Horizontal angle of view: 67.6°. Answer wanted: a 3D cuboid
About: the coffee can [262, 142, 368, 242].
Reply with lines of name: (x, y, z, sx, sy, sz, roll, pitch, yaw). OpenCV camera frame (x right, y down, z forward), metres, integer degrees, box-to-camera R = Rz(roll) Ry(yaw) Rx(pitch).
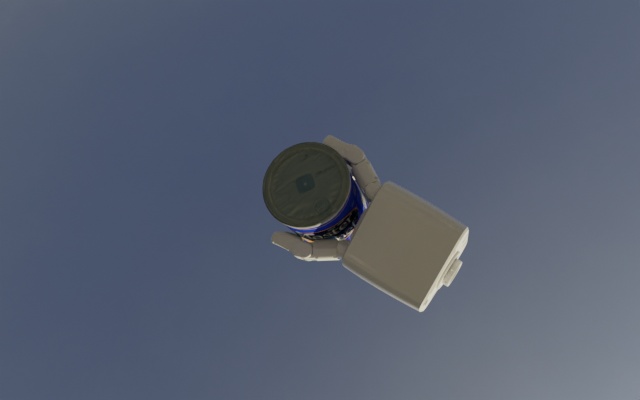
coffee can: (0.000, 0.002, 0.598, 0.103, 0.102, 0.140, 0, -18, 15)
